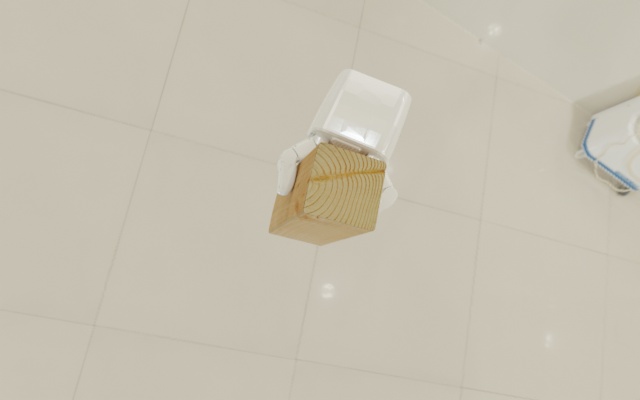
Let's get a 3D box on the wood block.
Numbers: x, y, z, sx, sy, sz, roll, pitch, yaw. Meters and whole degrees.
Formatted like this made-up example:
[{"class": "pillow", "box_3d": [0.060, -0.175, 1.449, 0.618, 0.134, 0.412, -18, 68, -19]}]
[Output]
[{"class": "wood block", "box_3d": [0.000, 0.002, 0.651, 0.091, 0.090, 0.206, 16, -15, -14]}]
